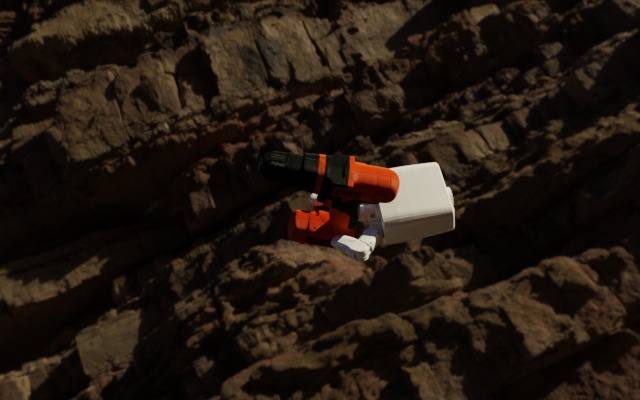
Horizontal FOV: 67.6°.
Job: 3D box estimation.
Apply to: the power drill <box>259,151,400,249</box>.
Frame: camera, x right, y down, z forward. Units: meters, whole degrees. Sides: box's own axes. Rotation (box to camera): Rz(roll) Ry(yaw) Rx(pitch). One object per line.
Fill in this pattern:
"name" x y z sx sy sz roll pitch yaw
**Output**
"power drill" 0.000 0.002 0.678 0.184 0.057 0.188 11 -29 -5
